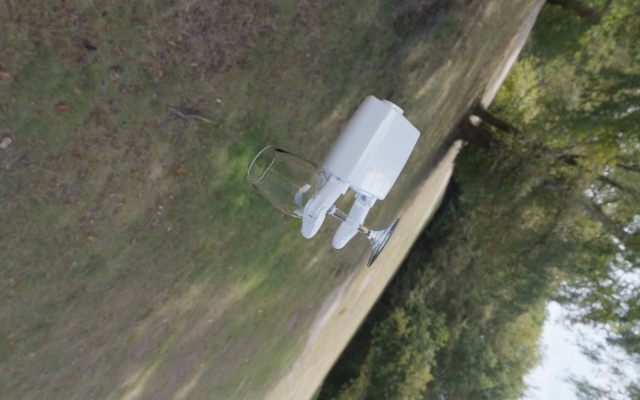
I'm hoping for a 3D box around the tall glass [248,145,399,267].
[{"bbox_3d":[0.001,0.003,0.634,0.201,0.079,0.079,32,9,14],"label":"tall glass"}]
